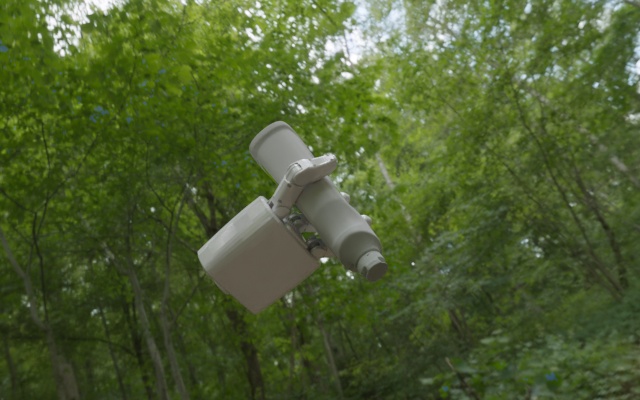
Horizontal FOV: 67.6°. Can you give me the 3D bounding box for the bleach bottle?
[{"bbox_3d":[0.000,0.002,0.593,0.250,0.068,0.103,51,1,43],"label":"bleach bottle"}]
